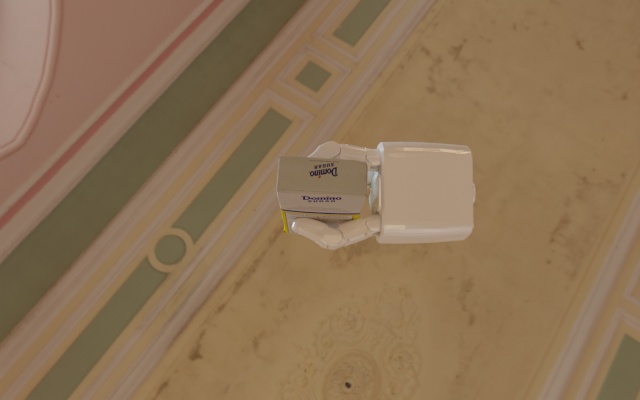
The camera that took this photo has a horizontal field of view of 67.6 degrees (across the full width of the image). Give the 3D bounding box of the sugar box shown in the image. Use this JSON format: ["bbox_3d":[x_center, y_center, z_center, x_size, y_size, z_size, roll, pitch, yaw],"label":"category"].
[{"bbox_3d":[0.000,0.001,0.561,0.093,0.048,0.176,3,-20,-1],"label":"sugar box"}]
